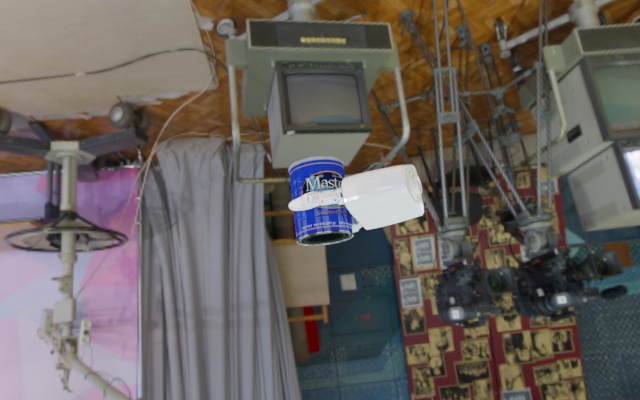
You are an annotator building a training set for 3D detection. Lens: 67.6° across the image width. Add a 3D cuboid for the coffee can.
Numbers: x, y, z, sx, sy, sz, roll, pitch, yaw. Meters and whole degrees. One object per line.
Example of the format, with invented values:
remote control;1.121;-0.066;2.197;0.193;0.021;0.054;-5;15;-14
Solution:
coffee can;0.000;0.003;0.866;0.103;0.140;0.103;-7;-16;-2
